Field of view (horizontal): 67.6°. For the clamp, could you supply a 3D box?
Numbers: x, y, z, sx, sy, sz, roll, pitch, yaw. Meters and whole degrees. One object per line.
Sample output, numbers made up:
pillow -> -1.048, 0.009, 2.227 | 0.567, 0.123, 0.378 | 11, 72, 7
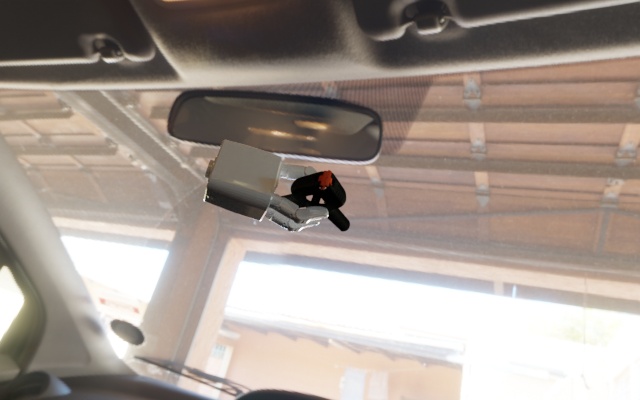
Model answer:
clamp -> 0.000, 0.002, 0.833 | 0.164, 0.036, 0.210 | 17, -22, -12
